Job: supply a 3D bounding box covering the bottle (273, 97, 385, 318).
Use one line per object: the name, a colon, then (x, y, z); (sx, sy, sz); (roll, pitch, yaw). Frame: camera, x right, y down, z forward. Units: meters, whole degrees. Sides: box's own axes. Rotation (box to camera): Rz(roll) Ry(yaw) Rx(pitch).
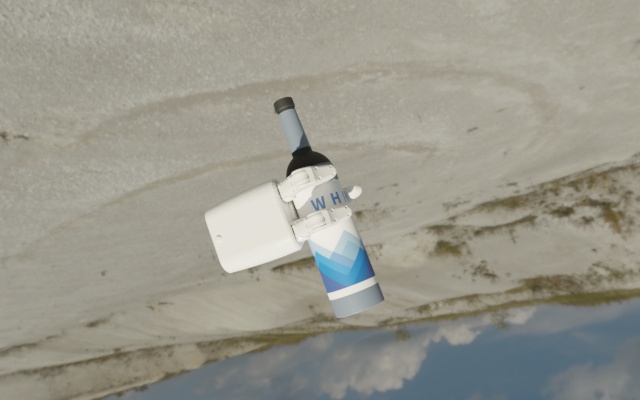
bottle: (0.000, 0.002, 0.630); (0.069, 0.295, 0.069); (-20, -7, -3)
